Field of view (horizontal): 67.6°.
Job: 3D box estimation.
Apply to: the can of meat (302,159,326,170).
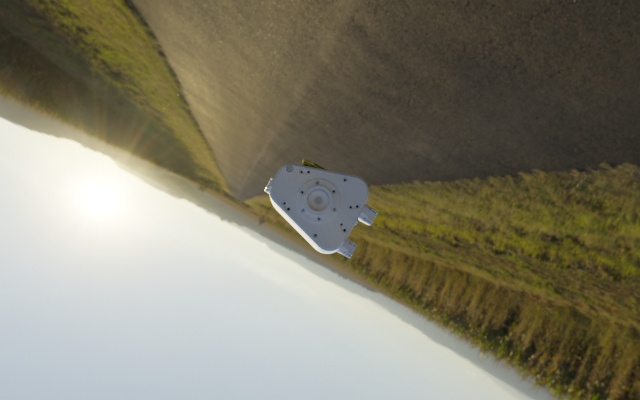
[{"bbox_3d":[0.000,0.002,0.688,0.102,0.084,0.057,28,-5,-2],"label":"can of meat"}]
